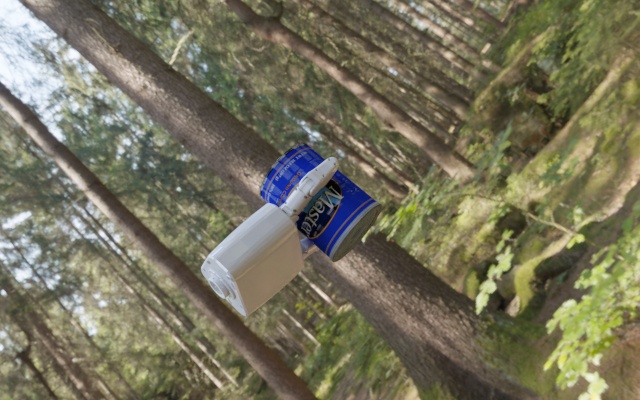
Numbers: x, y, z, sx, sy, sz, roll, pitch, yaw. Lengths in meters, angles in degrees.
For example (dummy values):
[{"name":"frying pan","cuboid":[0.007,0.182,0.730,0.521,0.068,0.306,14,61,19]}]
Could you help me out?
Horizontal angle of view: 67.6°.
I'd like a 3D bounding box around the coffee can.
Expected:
[{"name":"coffee can","cuboid":[0.000,0.002,0.668,0.140,0.103,0.103,40,13,16]}]
